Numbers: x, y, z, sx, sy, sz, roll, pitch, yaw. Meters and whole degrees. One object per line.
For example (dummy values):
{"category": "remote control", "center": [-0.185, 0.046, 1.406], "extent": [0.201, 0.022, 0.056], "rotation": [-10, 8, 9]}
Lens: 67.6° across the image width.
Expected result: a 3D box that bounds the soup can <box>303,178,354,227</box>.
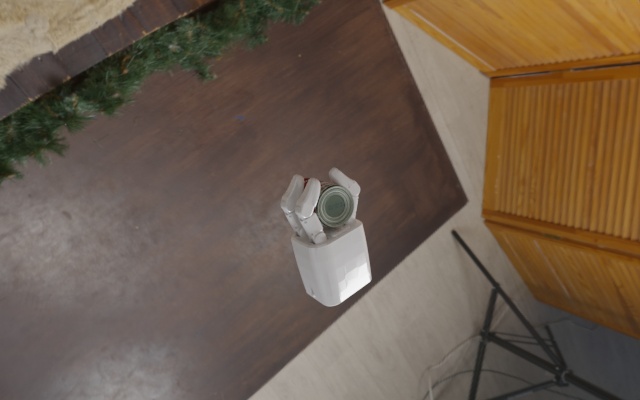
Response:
{"category": "soup can", "center": [0.000, 0.002, 0.770], "extent": [0.068, 0.068, 0.102], "rotation": [0, 8, -28]}
